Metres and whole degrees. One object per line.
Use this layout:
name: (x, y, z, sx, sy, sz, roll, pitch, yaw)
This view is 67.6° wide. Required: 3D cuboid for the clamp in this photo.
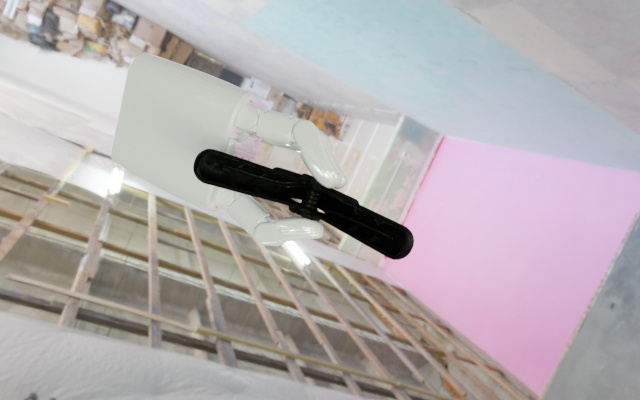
clamp: (0.000, 0.002, 0.421, 0.164, 0.036, 0.210, 24, 4, 7)
